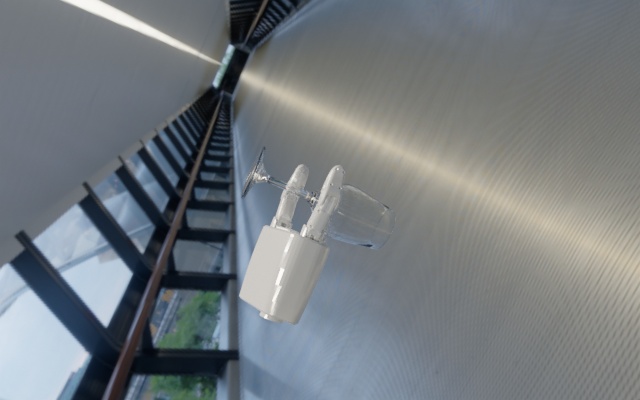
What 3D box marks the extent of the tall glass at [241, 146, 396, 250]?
[{"bbox_3d":[0.000,0.002,0.644,0.201,0.079,0.079,23,-6,-14],"label":"tall glass"}]
